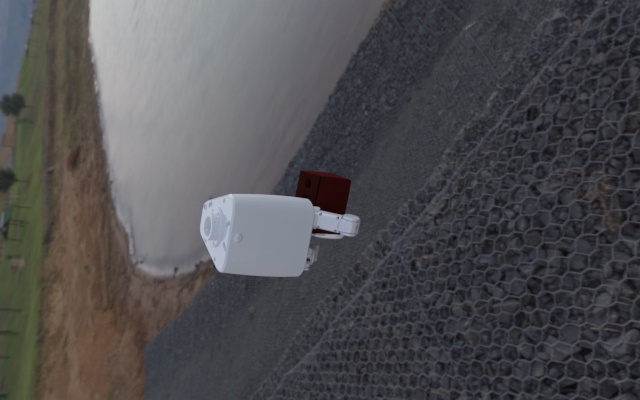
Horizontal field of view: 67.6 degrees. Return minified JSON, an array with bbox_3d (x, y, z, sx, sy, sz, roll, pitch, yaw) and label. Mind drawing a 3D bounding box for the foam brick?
[{"bbox_3d":[0.000,0.002,0.638,0.051,0.078,0.053,7,8,-32],"label":"foam brick"}]
